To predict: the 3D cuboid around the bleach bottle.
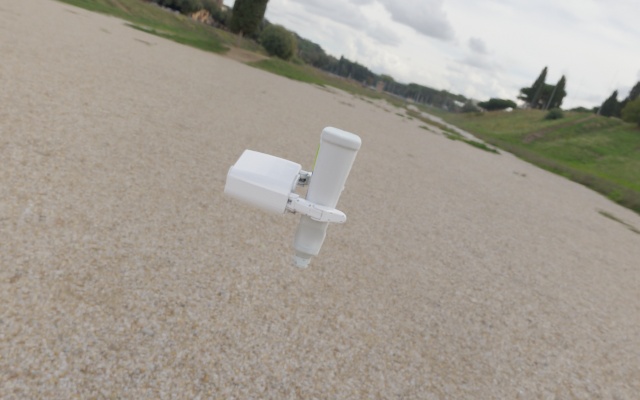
[{"bbox_3d":[0.000,0.003,0.828,0.068,0.251,0.102,18,14,0],"label":"bleach bottle"}]
